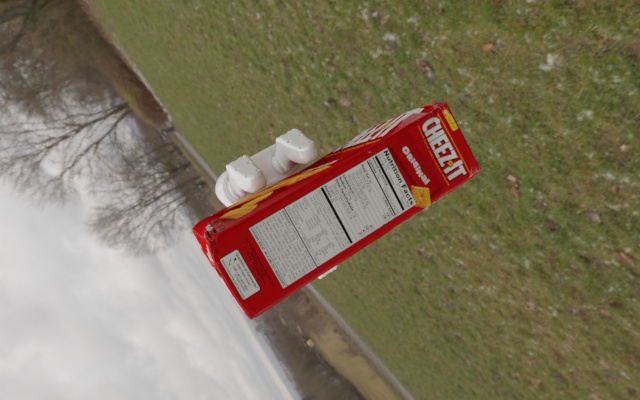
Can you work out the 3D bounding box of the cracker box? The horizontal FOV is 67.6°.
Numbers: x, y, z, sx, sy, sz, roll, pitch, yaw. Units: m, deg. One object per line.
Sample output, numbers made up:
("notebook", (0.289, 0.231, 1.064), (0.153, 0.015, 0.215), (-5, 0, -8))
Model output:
("cracker box", (0.000, 0.002, 0.418), (0.213, 0.072, 0.164), (-31, 9, -15))
